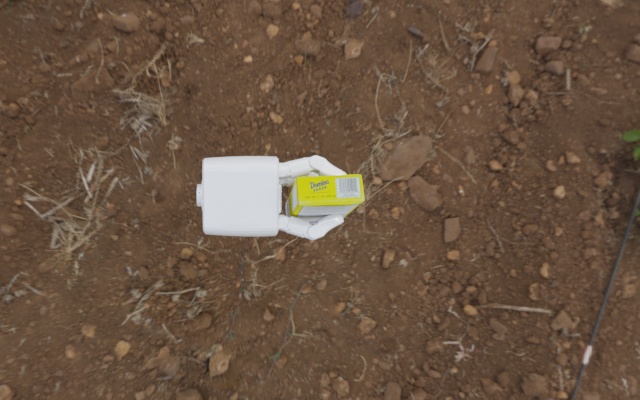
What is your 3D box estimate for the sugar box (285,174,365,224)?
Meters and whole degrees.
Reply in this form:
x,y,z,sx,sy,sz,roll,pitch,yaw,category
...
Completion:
x,y,z,sx,sy,sz,roll,pitch,yaw,category
0.000,0.002,0.725,0.093,0.048,0.176,-2,-9,-10,sugar box
